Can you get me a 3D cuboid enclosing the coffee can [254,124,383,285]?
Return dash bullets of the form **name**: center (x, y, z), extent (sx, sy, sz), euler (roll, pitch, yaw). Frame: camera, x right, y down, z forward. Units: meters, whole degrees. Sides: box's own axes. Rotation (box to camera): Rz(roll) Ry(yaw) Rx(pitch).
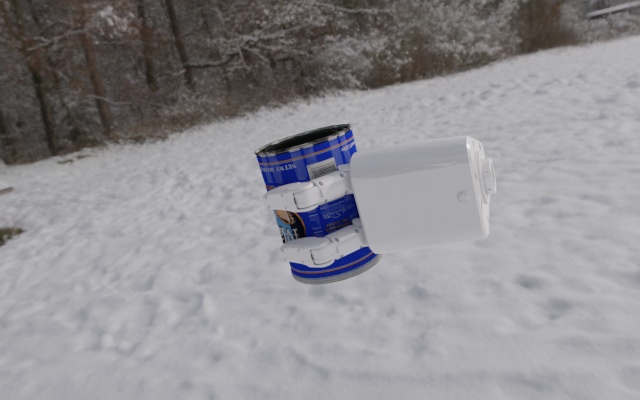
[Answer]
- **coffee can**: center (0.000, 0.002, 0.501), extent (0.103, 0.140, 0.102), euler (-15, 15, 4)
